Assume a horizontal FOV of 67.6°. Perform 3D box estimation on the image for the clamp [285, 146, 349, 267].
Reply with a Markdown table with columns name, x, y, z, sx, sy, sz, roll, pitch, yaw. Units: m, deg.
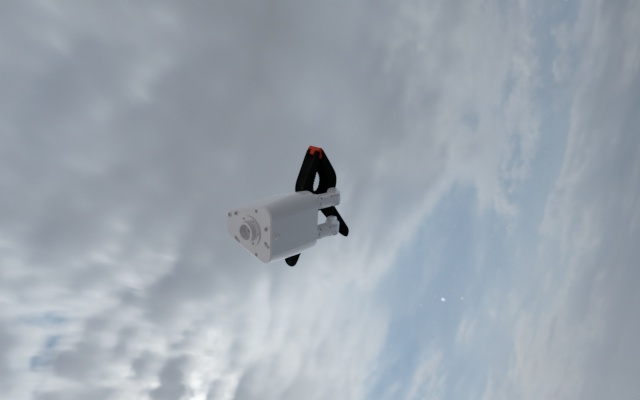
| name | x | y | z | sx | sy | sz | roll | pitch | yaw |
| --- | --- | --- | --- | --- | --- | --- | --- | --- | --- |
| clamp | -0.001 | 0.002 | 0.873 | 0.036 | 0.210 | 0.164 | 17 | 22 | 38 |
